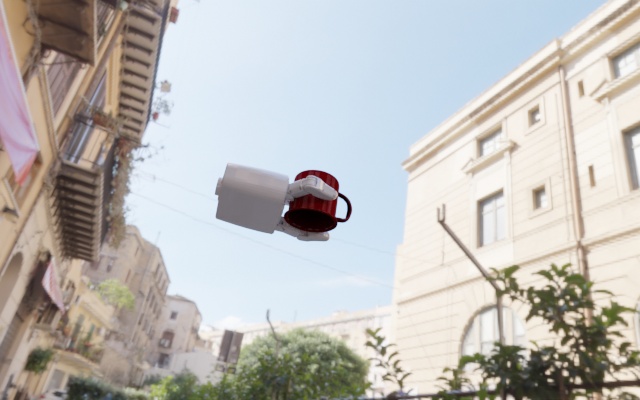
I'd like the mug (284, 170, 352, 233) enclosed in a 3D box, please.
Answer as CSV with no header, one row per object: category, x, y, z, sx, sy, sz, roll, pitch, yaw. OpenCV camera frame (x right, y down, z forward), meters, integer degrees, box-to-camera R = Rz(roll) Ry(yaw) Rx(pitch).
mug,0.002,0.003,0.831,0.117,0.081,0.093,14,-28,-10
